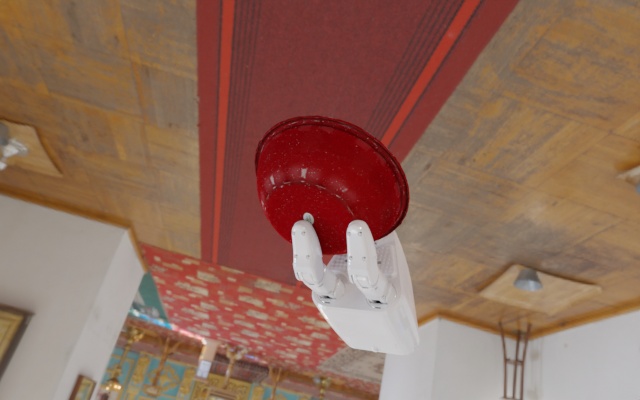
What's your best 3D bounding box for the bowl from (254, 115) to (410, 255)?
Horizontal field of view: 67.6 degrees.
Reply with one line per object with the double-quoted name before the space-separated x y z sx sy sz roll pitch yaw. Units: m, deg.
"bowl" -0.001 0.001 0.456 0.162 0.162 0.055 0 40 26
